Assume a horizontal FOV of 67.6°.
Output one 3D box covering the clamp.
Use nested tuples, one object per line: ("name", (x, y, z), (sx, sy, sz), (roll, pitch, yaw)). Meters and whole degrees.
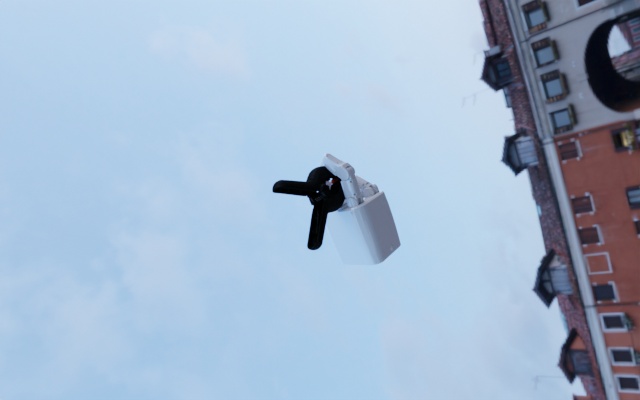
("clamp", (0.000, 0.003, 0.774), (0.039, 0.120, 0.171), (-15, 10, 40))
